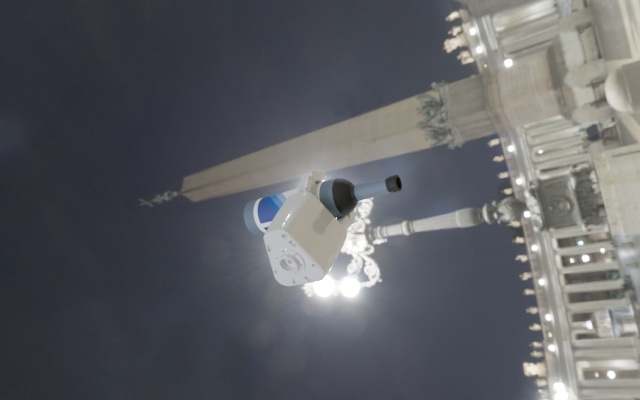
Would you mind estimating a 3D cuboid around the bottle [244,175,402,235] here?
[{"bbox_3d":[0.000,0.003,0.828,0.296,0.069,0.069,-14,-7,30],"label":"bottle"}]
